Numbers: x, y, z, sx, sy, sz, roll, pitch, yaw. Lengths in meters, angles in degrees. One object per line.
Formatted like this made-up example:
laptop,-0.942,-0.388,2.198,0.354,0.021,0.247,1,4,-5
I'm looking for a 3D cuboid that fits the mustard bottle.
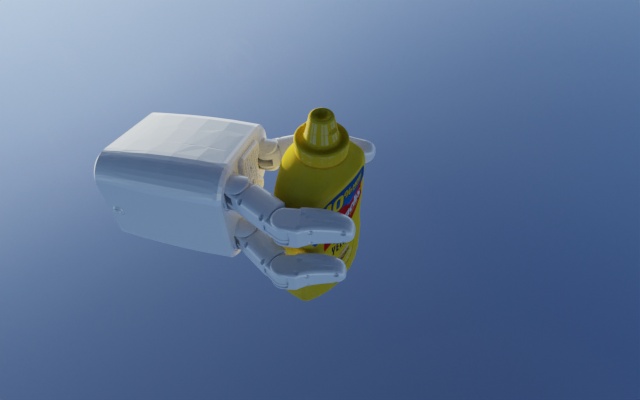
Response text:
mustard bottle,0.000,0.002,0.404,0.058,0.192,0.096,30,57,23
